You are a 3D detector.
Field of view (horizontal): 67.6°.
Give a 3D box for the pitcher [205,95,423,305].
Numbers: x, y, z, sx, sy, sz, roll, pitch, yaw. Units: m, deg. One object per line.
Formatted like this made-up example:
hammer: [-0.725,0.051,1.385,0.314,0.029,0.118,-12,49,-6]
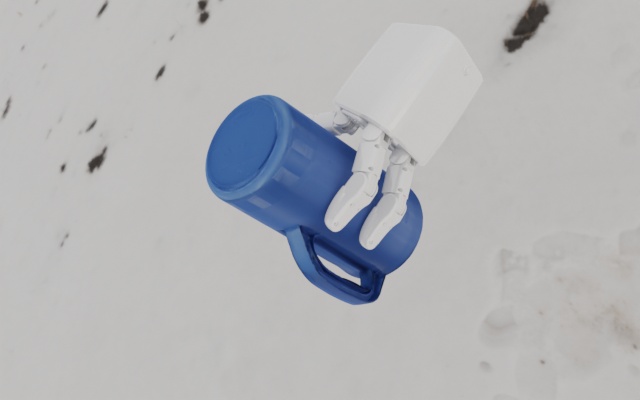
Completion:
pitcher: [0.000,0.001,0.510,0.243,0.145,0.149,31,7,-46]
